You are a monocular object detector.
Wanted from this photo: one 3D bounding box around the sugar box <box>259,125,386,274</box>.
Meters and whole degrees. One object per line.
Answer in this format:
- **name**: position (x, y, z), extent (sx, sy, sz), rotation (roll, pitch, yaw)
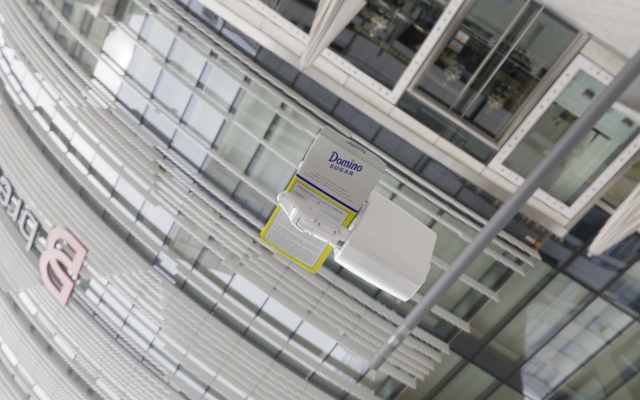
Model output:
- **sugar box**: position (0.000, 0.002, 0.617), extent (0.093, 0.176, 0.048), rotation (32, 25, -1)
